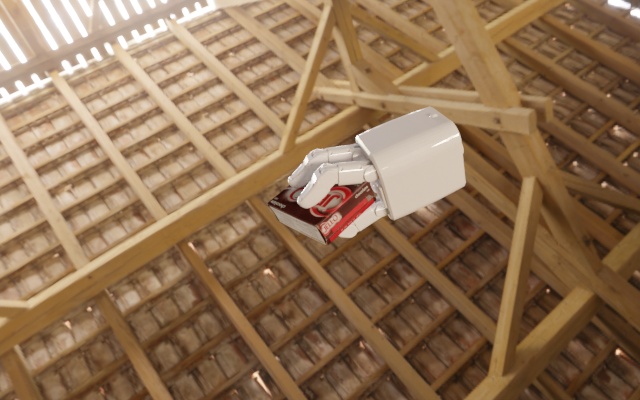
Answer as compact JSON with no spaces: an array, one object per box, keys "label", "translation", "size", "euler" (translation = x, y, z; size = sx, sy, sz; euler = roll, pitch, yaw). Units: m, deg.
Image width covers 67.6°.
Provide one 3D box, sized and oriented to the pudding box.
[{"label":"pudding box","translation":[0.000,0.002,0.600],"size":[0.090,0.039,0.113],"euler":[-40,32,-22]}]
